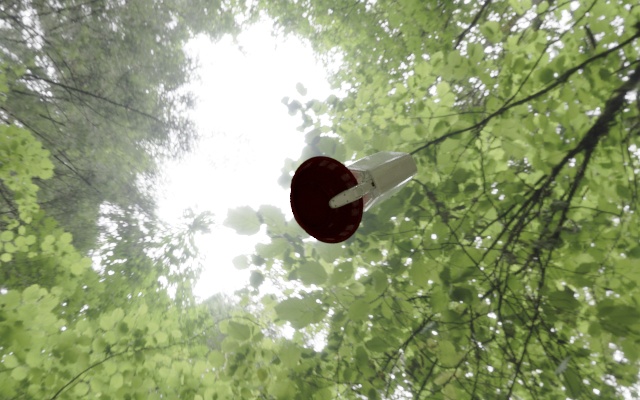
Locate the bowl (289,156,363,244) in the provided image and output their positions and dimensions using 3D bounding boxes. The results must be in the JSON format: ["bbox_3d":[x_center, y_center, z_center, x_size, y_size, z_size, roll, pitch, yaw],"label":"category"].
[{"bbox_3d":[-0.001,0.003,0.876,0.162,0.162,0.055,0,-12,-36],"label":"bowl"}]
